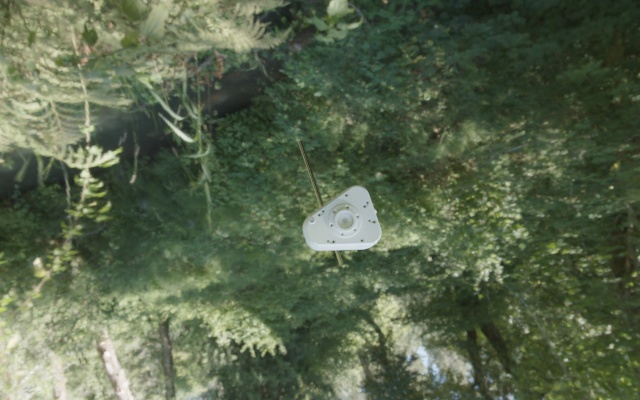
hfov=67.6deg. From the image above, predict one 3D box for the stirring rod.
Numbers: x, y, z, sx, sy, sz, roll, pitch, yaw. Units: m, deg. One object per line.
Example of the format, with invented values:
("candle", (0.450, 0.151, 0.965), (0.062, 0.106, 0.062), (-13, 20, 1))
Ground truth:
("stirring rod", (0.000, 0.003, 0.880), (0.011, 0.239, 0.011), (-19, -6, -2))
